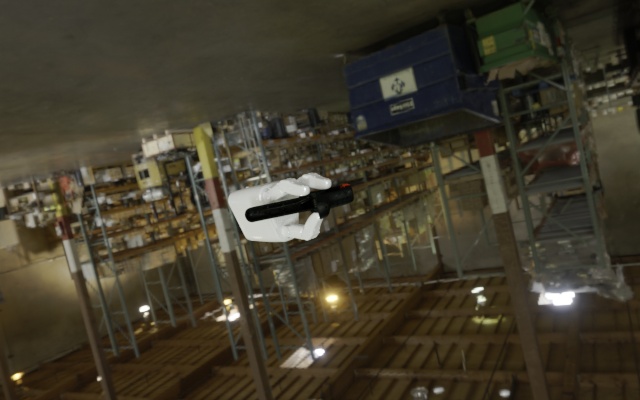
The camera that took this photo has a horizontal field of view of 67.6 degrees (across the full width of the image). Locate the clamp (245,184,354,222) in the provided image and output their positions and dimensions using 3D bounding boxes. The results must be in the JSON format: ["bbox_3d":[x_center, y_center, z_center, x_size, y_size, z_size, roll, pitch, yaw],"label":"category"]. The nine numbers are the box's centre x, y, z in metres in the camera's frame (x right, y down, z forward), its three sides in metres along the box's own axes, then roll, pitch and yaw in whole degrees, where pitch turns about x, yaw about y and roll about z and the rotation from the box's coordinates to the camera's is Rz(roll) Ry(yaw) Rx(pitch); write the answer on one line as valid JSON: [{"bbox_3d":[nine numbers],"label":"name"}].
[{"bbox_3d":[0.000,0.003,0.810,0.164,0.036,0.210,-1,11,44],"label":"clamp"}]
